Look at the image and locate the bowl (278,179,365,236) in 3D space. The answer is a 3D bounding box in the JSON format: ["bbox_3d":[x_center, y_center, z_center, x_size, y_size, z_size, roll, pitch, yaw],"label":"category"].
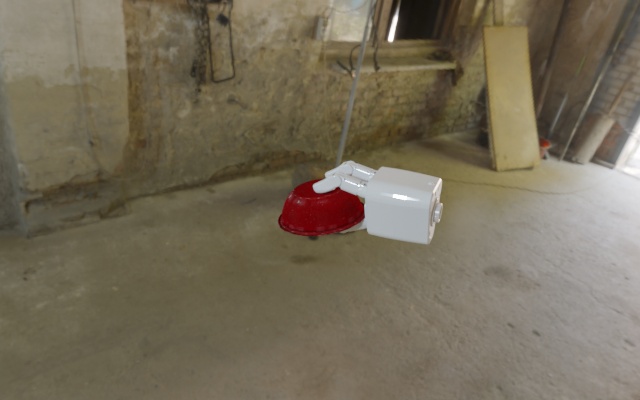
[{"bbox_3d":[-0.001,0.002,0.846,0.162,0.055,0.162,-8,22,3],"label":"bowl"}]
